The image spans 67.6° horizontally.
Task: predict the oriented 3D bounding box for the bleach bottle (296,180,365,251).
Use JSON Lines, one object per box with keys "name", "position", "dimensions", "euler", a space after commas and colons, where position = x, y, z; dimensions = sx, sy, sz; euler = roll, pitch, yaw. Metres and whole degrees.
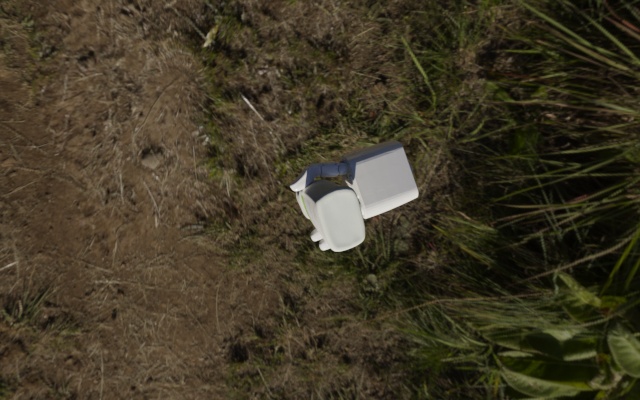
{"name": "bleach bottle", "position": [0.000, 0.003, 0.829], "dimensions": [0.068, 0.102, 0.250], "euler": [-20, 18, -11]}
